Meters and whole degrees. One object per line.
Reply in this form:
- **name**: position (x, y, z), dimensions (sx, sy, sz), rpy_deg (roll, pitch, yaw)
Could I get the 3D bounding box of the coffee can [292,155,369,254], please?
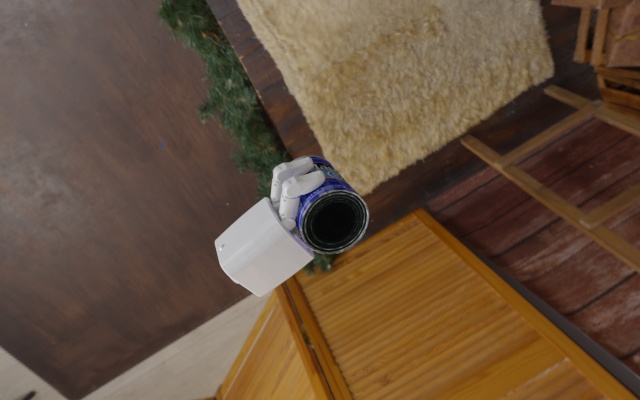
- **coffee can**: position (0.000, 0.002, 0.728), dimensions (0.103, 0.103, 0.140), rpy_deg (0, 25, -20)
